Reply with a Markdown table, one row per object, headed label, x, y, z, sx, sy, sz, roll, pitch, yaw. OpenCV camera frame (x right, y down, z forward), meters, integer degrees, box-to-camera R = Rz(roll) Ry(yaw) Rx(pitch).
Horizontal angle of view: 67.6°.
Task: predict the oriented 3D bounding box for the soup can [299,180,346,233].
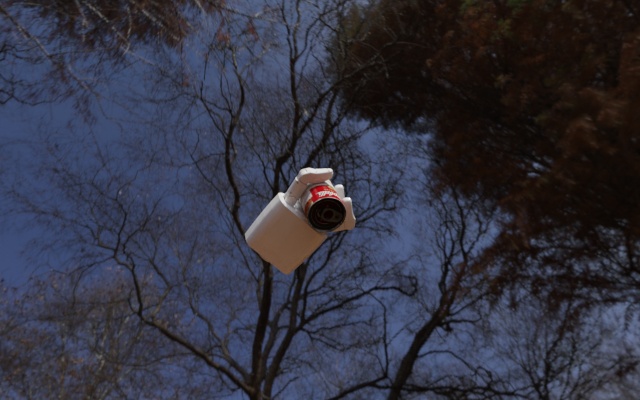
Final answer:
| label | x | y | z | sx | sy | sz | roll | pitch | yaw |
| --- | --- | --- | --- | --- | --- | --- | --- | --- | --- |
| soup can | 0.000 | 0.002 | 0.850 | 0.068 | 0.068 | 0.102 | 0 | 27 | -14 |
